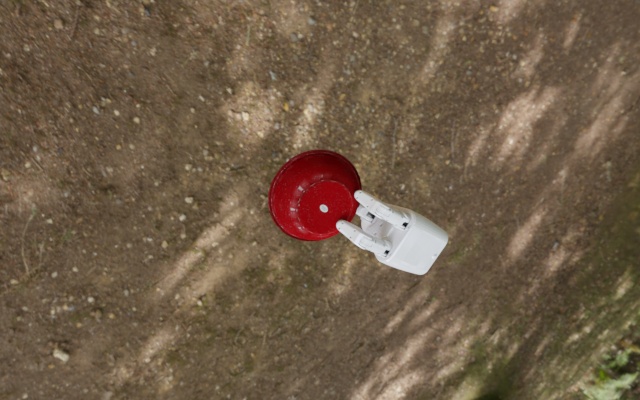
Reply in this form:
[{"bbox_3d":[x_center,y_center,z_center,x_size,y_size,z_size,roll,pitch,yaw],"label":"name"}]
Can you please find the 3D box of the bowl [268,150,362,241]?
[{"bbox_3d":[-0.001,0.002,0.766,0.162,0.162,0.055,0,20,-18],"label":"bowl"}]
